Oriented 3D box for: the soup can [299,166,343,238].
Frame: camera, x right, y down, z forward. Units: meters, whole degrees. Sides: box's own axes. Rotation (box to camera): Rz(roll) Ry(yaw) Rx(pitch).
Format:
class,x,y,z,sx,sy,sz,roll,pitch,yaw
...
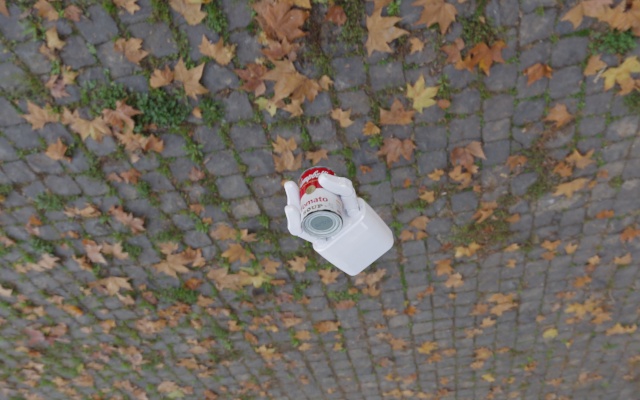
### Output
class,x,y,z,sx,sy,sz,roll,pitch,yaw
soup can,0.000,0.002,0.783,0.068,0.102,0.069,-2,-44,-2
